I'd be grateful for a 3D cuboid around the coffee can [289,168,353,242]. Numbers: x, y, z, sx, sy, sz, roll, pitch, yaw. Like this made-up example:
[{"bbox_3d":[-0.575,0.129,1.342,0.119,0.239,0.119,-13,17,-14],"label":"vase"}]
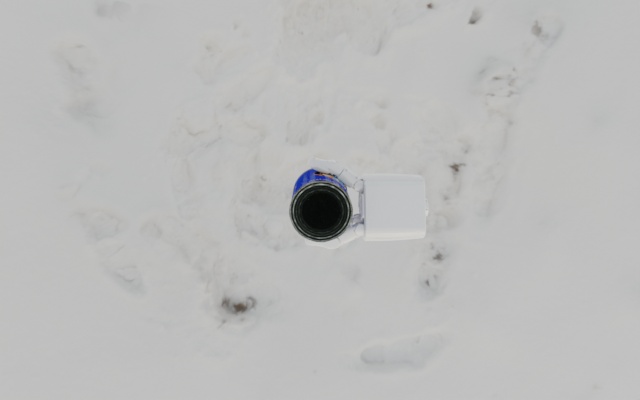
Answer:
[{"bbox_3d":[0.000,0.003,0.828,0.103,0.103,0.140,0,13,-1],"label":"coffee can"}]
